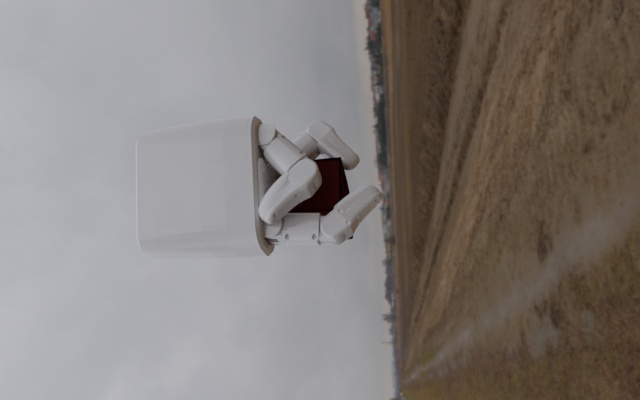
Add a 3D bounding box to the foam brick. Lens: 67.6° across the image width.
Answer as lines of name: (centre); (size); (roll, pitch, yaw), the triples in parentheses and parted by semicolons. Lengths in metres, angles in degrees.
foam brick: (0.000, 0.002, 0.446); (0.051, 0.053, 0.078); (-6, -25, 8)
